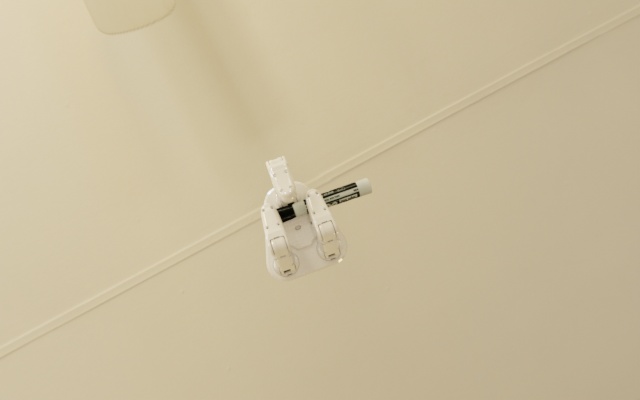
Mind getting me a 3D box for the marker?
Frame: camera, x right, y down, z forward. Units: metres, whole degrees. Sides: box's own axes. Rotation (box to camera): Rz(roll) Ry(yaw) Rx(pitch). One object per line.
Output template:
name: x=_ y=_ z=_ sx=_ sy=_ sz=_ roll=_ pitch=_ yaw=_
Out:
marker: x=0.000 y=0.002 z=0.550 sx=0.121 sy=0.020 sz=0.020 roll=-19 pitch=2 yaw=-5
